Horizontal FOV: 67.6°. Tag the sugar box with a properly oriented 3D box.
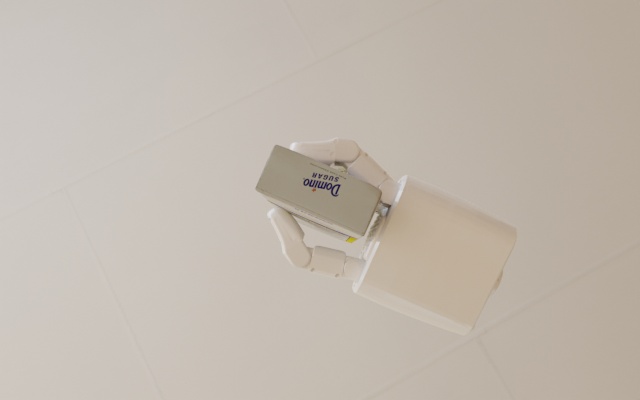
[{"bbox_3d":[0.000,0.001,0.444,0.093,0.048,0.176,23,-8,3],"label":"sugar box"}]
